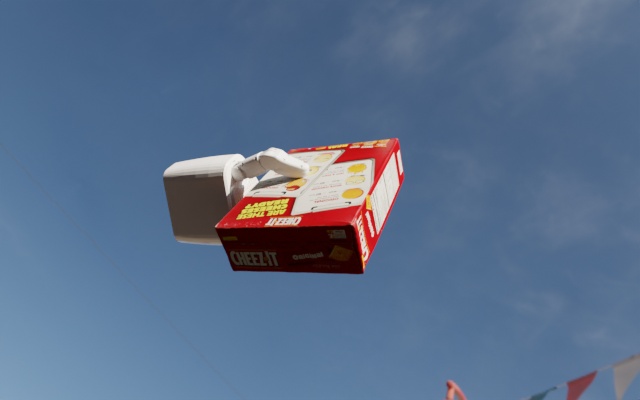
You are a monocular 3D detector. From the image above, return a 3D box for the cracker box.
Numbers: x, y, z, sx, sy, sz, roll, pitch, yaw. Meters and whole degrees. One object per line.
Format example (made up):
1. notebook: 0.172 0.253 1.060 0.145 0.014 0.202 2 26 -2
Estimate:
1. cracker box: 0.000 0.002 0.587 0.164 0.072 0.213 -3 29 24
